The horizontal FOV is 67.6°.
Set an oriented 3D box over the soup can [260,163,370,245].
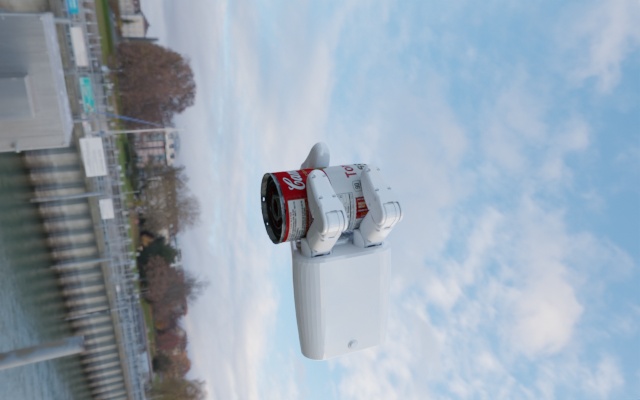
[{"bbox_3d":[0.000,0.001,0.463,0.102,0.068,0.068,-8,3,-22],"label":"soup can"}]
